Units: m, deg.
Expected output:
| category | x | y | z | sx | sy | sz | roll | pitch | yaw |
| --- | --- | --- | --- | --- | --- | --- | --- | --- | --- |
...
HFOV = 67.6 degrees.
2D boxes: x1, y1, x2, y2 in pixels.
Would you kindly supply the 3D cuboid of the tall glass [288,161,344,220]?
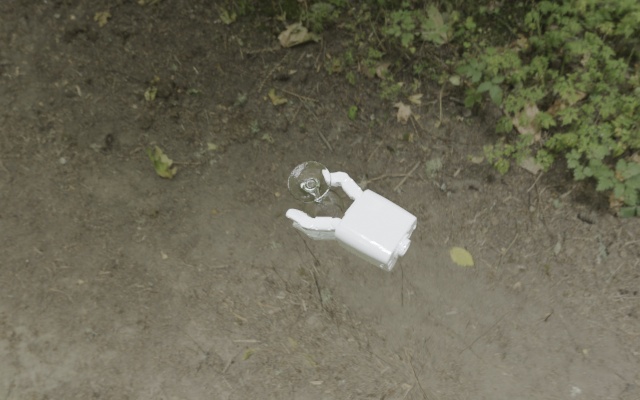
| category | x | y | z | sx | sy | sz | roll | pitch | yaw |
| --- | --- | --- | --- | --- | --- | --- | --- | --- | --- |
| tall glass | 0.000 | 0.003 | 0.889 | 0.079 | 0.079 | 0.201 | 0 | -20 | 11 |
